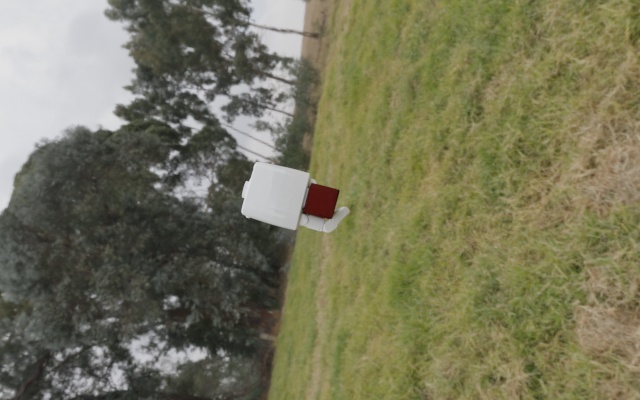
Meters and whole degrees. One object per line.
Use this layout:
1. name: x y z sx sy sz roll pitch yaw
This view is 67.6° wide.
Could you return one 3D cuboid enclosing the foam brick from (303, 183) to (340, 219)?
1. foam brick: 0.000 0.003 0.854 0.051 0.053 0.078 15 -5 -3
